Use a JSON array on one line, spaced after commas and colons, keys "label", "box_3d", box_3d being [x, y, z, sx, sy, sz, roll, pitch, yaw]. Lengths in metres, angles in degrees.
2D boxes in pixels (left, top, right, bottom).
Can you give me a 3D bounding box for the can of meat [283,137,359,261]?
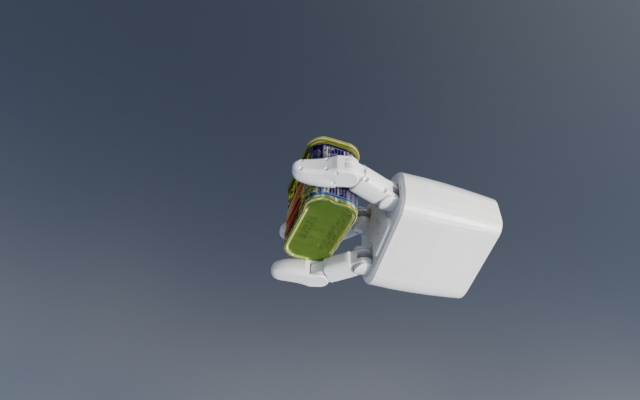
[{"label": "can of meat", "box_3d": [0.000, 0.002, 0.488, 0.057, 0.083, 0.102, 15, -44, -14]}]
